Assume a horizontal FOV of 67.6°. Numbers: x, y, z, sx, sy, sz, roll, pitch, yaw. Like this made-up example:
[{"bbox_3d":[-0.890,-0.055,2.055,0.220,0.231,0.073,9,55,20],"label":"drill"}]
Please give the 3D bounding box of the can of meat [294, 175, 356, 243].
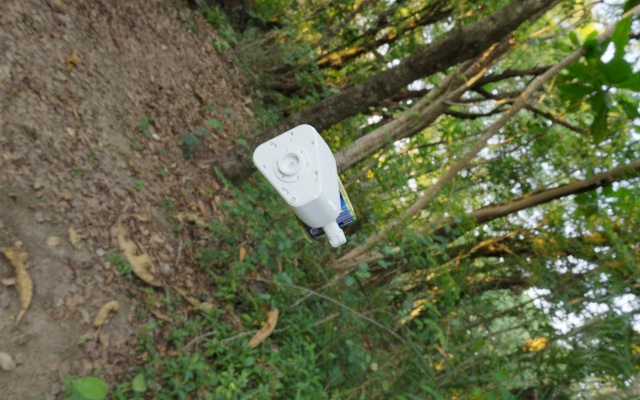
[{"bbox_3d":[0.000,0.002,0.758,0.084,0.102,0.057,-26,-24,6],"label":"can of meat"}]
